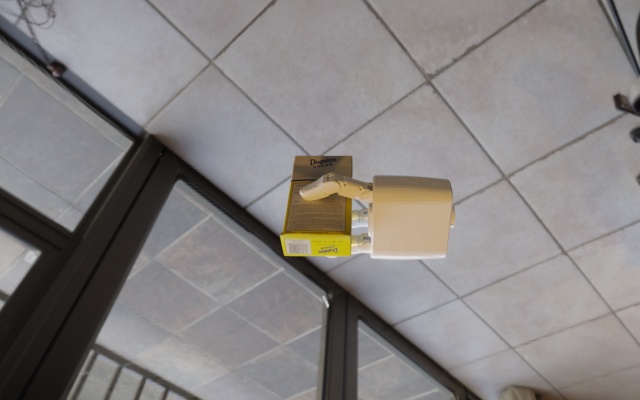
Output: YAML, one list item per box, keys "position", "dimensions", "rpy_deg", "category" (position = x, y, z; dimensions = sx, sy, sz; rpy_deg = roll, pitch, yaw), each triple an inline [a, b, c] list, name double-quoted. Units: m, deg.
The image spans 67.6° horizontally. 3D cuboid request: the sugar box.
- position: [0.000, 0.003, 0.688]
  dimensions: [0.093, 0.048, 0.176]
  rpy_deg: [1, 39, 5]
  category: "sugar box"
